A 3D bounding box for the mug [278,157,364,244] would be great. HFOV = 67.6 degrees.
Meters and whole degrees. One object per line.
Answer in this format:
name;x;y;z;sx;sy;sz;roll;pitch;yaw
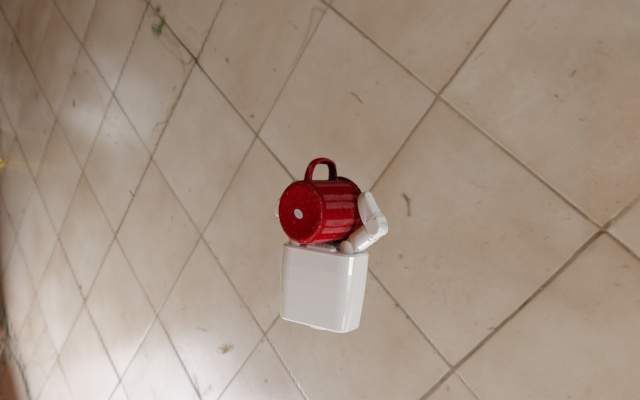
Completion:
mug;0.000;0.001;0.628;0.093;0.117;0.081;8;7;40
